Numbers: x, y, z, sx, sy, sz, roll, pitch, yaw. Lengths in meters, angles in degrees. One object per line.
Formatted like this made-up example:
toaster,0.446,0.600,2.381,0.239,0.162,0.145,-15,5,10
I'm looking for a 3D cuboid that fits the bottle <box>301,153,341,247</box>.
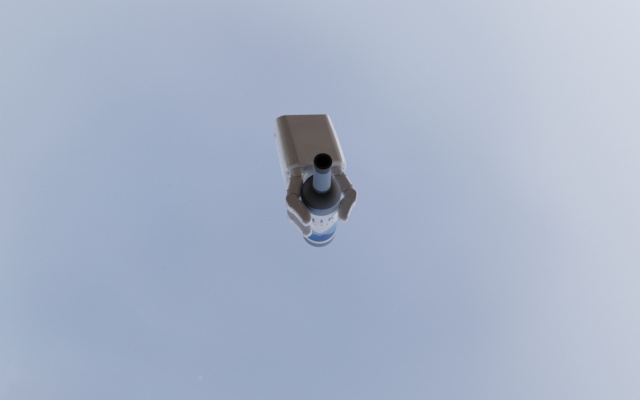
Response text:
bottle,0.000,0.003,0.817,0.069,0.069,0.296,0,-24,-1
